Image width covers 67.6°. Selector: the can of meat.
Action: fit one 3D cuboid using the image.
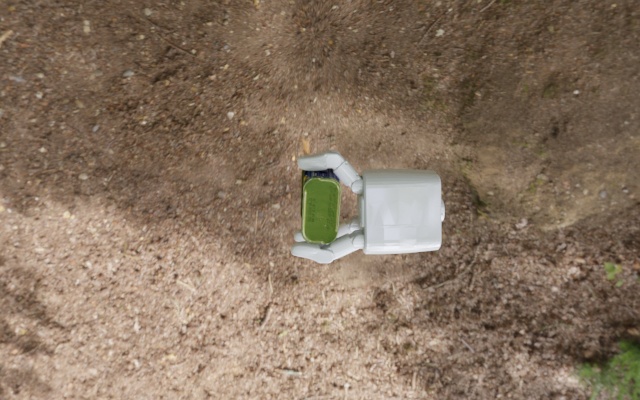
[{"bbox_3d":[0.000,0.002,0.679,0.057,0.102,0.084,2,19,-2],"label":"can of meat"}]
